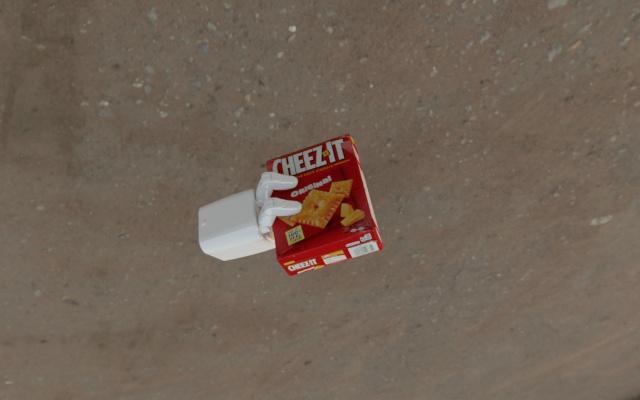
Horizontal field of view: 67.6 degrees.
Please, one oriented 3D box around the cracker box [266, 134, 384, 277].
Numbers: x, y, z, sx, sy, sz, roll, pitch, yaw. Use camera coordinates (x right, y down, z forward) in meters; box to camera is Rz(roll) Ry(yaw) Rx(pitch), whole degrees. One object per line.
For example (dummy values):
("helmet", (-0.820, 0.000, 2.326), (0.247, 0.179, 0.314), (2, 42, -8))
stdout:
("cracker box", (0.000, 0.003, 0.811), (0.164, 0.213, 0.072), (-17, -37, 8))
